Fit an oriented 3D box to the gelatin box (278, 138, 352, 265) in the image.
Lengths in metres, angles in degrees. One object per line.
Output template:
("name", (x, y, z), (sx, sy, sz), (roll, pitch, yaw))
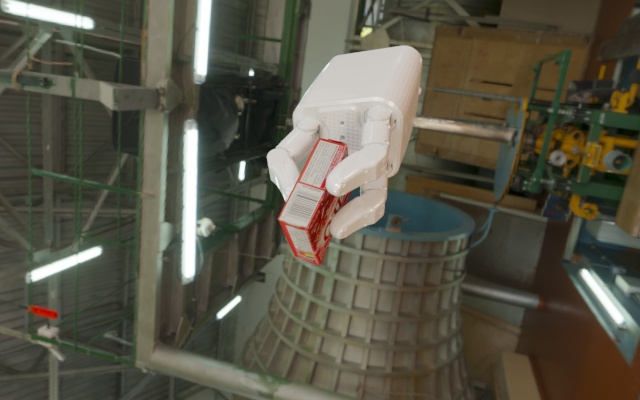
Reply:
("gelatin box", (0.000, 0.002, 0.422), (0.030, 0.089, 0.073), (17, -27, 17))
